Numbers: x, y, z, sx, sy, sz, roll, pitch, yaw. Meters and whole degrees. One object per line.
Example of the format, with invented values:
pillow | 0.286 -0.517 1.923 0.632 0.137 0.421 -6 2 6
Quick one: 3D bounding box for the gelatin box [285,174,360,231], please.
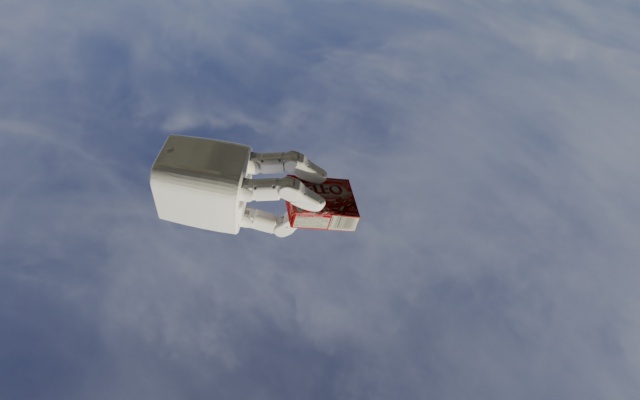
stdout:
gelatin box | 0.000 0.002 0.617 0.089 0.030 0.073 5 42 -17
